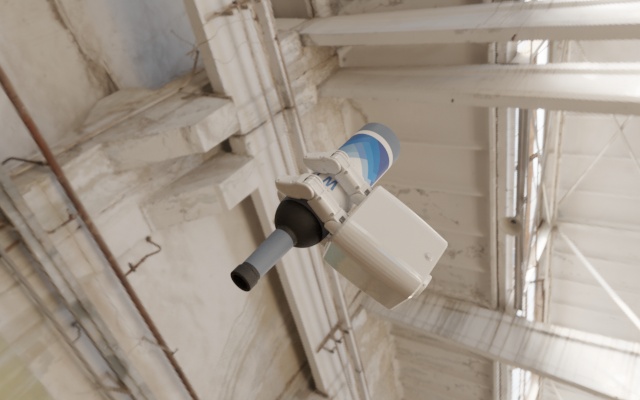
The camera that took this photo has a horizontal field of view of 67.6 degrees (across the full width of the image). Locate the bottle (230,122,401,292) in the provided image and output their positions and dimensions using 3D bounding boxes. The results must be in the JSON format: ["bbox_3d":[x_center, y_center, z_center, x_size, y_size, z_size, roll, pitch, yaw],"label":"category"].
[{"bbox_3d":[0.000,0.002,0.578,0.069,0.069,0.295,0,34,43],"label":"bottle"}]
